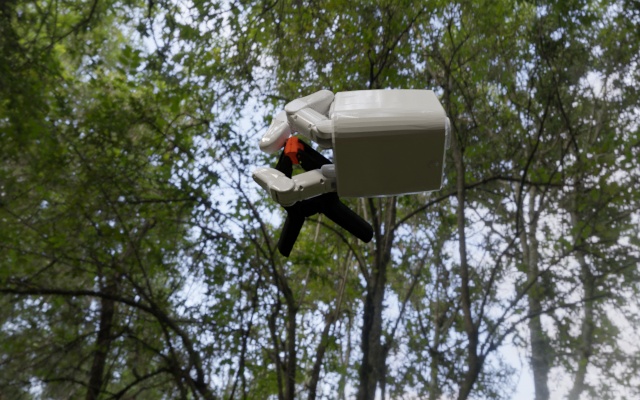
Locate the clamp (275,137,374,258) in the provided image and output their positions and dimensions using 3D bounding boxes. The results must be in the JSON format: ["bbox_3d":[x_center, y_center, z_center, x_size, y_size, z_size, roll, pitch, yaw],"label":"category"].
[{"bbox_3d":[0.000,0.001,0.551,0.120,0.172,0.039,-9,45,-2],"label":"clamp"}]
